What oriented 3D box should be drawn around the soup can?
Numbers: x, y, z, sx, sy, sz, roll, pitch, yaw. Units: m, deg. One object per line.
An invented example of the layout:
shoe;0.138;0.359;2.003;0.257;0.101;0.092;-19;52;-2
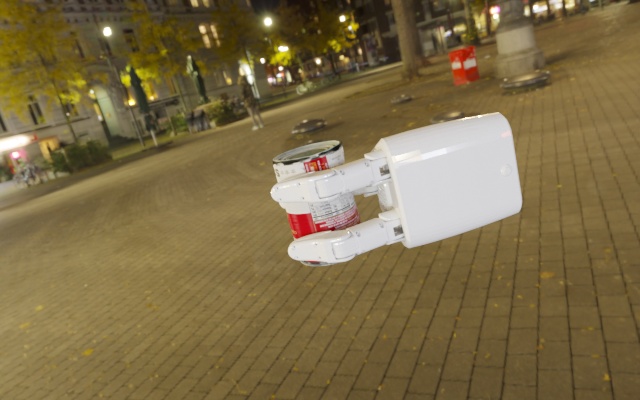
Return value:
soup can;-0.001;0.001;0.450;0.068;0.102;0.068;-14;15;4
